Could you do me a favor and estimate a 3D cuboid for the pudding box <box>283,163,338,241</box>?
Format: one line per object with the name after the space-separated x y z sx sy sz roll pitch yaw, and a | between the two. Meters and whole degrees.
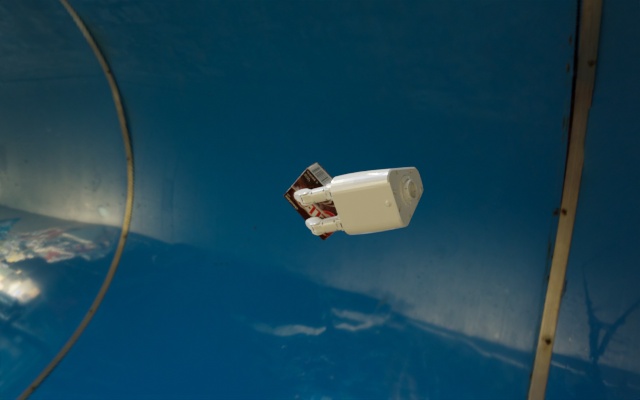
0.000 0.003 0.842 0.039 0.113 0.090 -34 -8 -48 | pudding box
